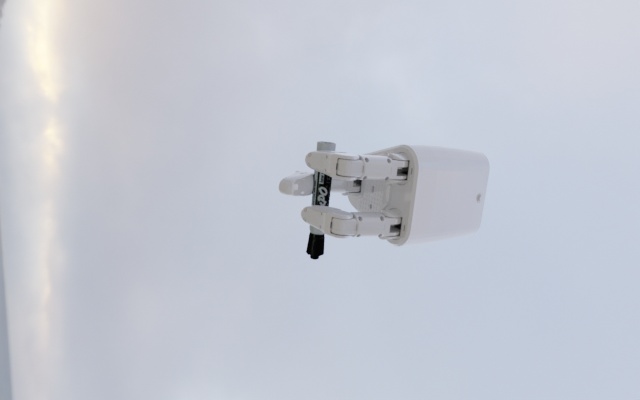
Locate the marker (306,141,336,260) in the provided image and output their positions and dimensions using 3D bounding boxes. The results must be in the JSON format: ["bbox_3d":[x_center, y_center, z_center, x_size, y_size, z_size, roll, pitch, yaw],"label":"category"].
[{"bbox_3d":[0.000,0.002,0.482,0.020,0.121,0.020,6,13,-1],"label":"marker"}]
